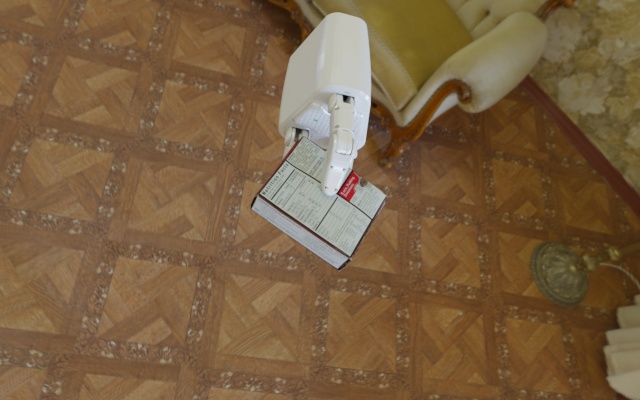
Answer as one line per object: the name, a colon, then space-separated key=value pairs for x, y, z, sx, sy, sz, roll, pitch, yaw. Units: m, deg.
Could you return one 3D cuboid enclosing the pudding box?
pudding box: x=0.000 y=0.001 z=0.482 sx=0.113 sy=0.090 sz=0.039 roll=34 pitch=-30 yaw=1
